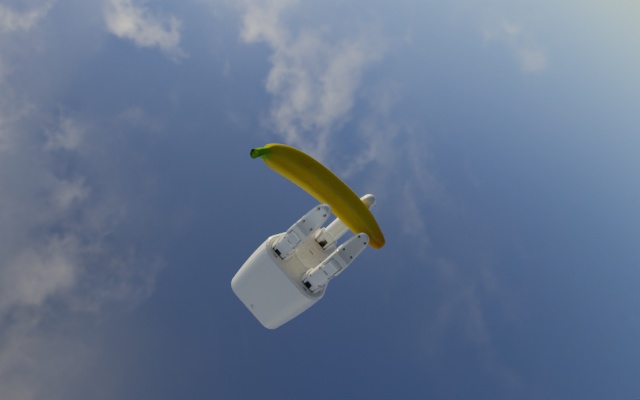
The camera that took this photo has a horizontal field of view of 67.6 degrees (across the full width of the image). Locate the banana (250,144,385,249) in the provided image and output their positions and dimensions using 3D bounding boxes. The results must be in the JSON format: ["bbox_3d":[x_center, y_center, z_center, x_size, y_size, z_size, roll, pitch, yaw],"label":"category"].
[{"bbox_3d":[0.000,-0.012,0.572,0.198,0.069,0.037,35,-54,-18],"label":"banana"}]
